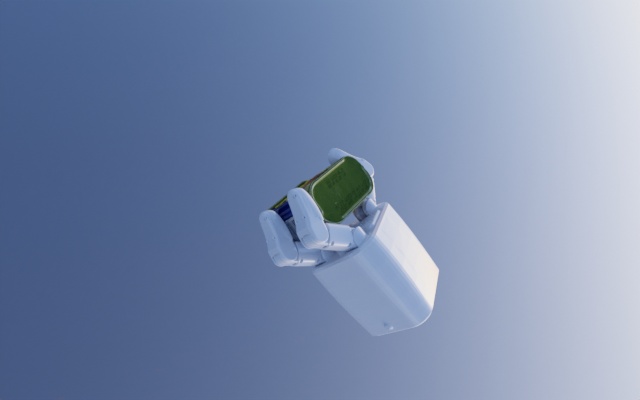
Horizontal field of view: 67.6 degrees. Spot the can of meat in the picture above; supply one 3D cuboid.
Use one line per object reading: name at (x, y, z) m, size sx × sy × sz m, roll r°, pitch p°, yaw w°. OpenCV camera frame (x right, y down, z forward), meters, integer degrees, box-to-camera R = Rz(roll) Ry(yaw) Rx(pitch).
can of meat at (0.000, 0.002, 0.531) m, size 0.084 × 0.057 × 0.102 m, roll -31°, pitch 8°, yaw 46°
